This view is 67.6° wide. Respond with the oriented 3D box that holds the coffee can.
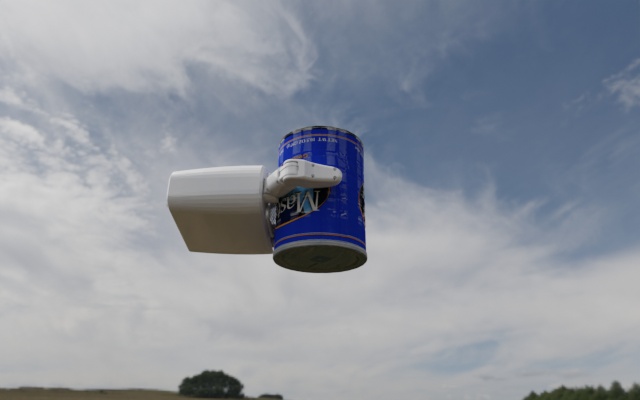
[{"bbox_3d":[0.000,0.002,0.545,0.103,0.140,0.103,0,-24,0],"label":"coffee can"}]
